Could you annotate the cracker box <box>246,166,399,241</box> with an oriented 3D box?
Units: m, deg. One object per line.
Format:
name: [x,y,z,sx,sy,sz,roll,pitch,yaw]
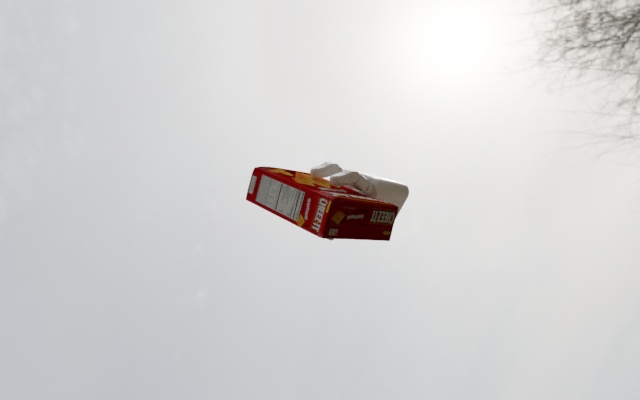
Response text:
cracker box: [0.000,0.003,0.827,0.164,0.072,0.213,6,12,-44]
